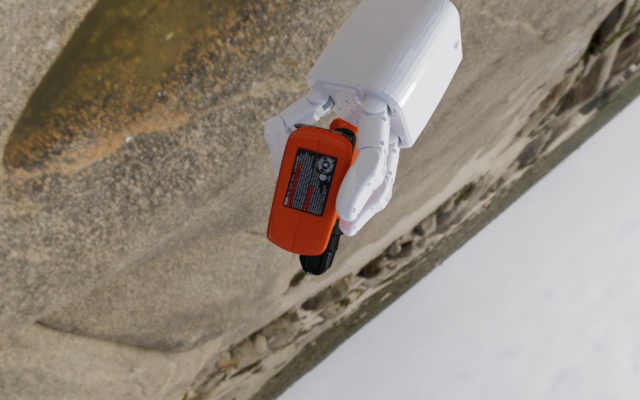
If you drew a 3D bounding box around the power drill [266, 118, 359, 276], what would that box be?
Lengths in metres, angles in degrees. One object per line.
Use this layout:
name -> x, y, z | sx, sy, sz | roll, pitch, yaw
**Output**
power drill -> 0.000, 0.001, 0.479 | 0.057, 0.184, 0.187 | 13, 6, 7
